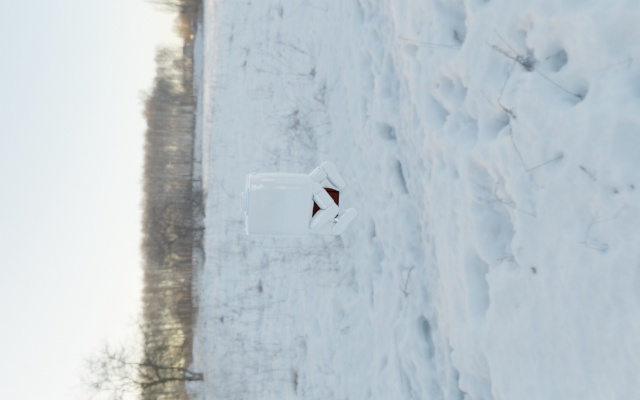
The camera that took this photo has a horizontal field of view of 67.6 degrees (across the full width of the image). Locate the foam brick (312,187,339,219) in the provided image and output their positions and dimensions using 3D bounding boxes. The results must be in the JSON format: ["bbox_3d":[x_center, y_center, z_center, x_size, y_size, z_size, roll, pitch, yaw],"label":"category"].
[{"bbox_3d":[0.000,0.003,0.894,0.051,0.053,0.078,1,5,-14],"label":"foam brick"}]
